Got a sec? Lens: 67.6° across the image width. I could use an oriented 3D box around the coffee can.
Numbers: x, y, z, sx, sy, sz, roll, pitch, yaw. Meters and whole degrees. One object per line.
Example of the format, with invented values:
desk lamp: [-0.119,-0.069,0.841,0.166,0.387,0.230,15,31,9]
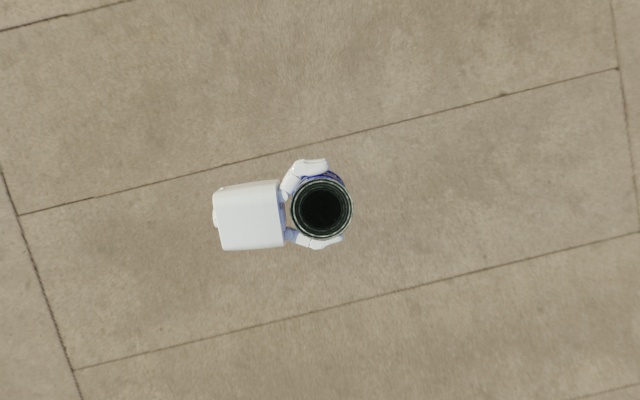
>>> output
coffee can: [0.000,0.003,0.821,0.103,0.103,0.140,0,9,-2]
